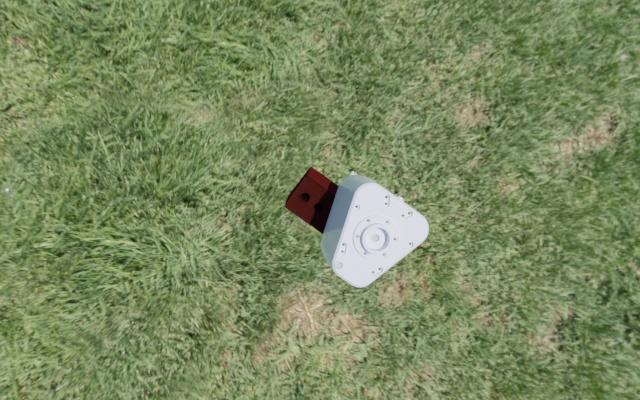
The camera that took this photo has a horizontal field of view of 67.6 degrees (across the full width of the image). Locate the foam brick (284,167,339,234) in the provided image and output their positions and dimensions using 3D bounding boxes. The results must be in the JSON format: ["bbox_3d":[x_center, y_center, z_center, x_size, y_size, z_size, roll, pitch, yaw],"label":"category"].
[{"bbox_3d":[0.000,0.002,0.630,0.078,0.053,0.051,35,18,-6],"label":"foam brick"}]
